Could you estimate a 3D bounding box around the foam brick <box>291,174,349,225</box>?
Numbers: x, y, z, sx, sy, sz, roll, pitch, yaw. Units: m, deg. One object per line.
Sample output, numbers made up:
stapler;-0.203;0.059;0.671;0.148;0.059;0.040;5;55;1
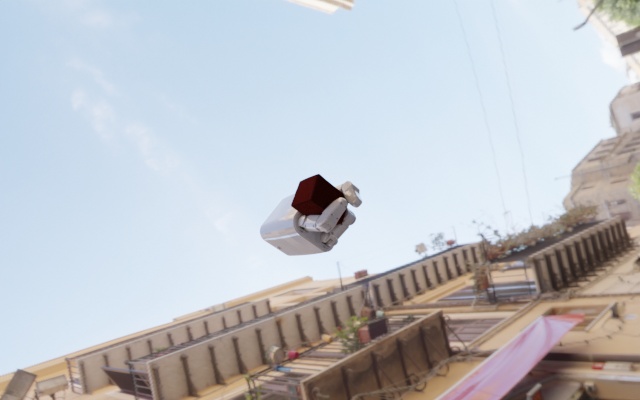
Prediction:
foam brick;0.000;0.002;0.785;0.078;0.053;0.051;38;-34;-31
